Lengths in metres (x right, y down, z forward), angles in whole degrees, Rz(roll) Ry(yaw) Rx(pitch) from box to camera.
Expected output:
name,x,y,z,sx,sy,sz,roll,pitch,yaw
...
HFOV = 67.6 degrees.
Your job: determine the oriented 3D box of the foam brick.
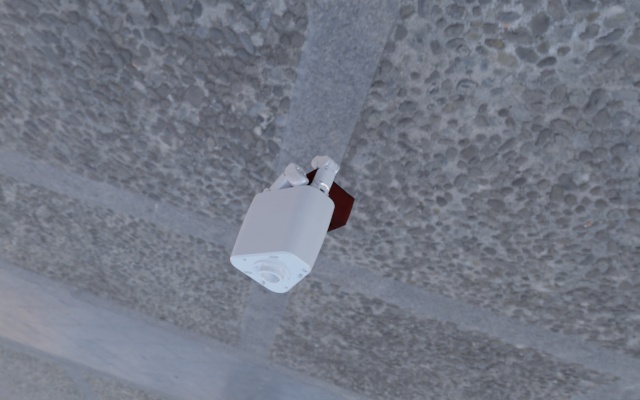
name,x,y,z,sx,sy,sz,roll,pitch,yaw
foam brick,0.000,0.002,0.683,0.078,0.051,0.053,39,-41,-25
